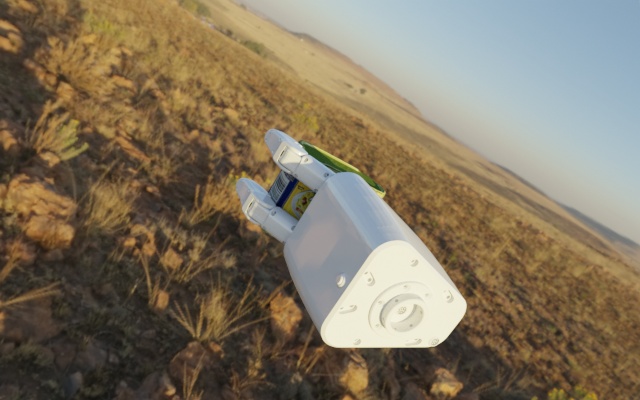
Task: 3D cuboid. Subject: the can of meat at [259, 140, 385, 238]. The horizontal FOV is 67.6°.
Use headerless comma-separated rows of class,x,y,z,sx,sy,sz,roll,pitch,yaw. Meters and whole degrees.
can of meat,0.000,0.001,0.464,0.102,0.084,0.057,25,17,-24
